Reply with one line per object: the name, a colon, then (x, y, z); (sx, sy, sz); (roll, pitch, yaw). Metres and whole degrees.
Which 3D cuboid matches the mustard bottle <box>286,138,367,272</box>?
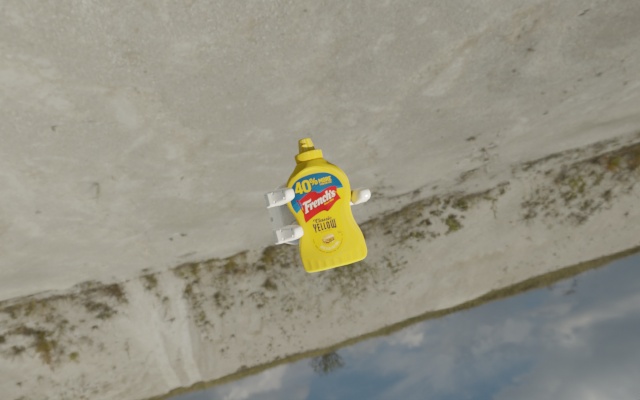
mustard bottle: (0.000, 0.003, 0.703); (0.096, 0.191, 0.058); (-15, -1, 7)
